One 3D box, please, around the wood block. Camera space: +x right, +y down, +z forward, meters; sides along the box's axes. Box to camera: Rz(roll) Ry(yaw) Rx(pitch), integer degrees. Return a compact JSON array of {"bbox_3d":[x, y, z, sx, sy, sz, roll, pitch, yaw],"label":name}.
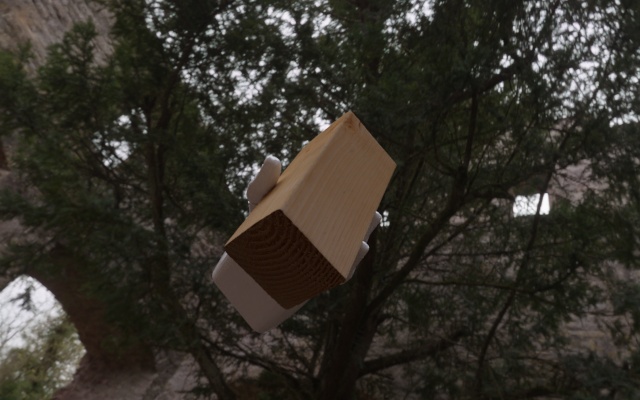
[{"bbox_3d":[0.000,0.002,0.510,0.090,0.091,0.206,-34,16,37],"label":"wood block"}]
